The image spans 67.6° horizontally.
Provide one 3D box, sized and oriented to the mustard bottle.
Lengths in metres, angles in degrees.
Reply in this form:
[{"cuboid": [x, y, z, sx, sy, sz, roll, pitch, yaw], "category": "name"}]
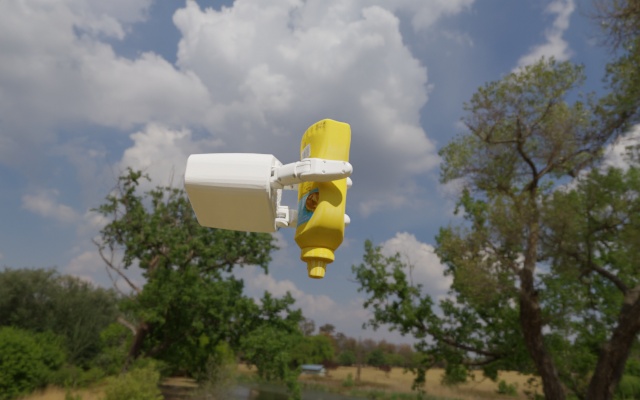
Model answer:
[{"cuboid": [0.000, 0.002, 0.600, 0.058, 0.191, 0.096, 12, -21, -20], "category": "mustard bottle"}]
